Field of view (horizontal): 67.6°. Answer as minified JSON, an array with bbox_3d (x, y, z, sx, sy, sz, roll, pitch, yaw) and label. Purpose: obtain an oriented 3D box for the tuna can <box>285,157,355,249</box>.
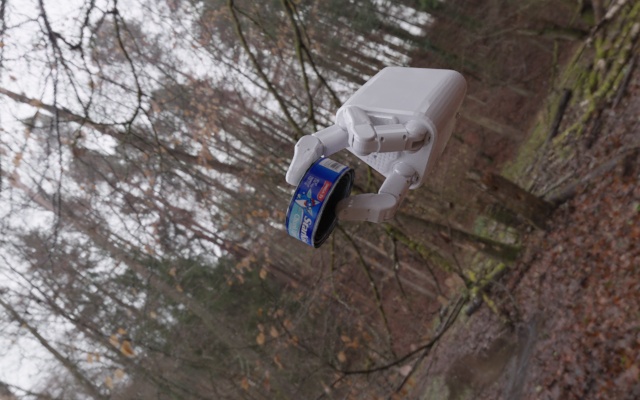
[{"bbox_3d":[0.000,0.001,0.469,0.034,0.086,0.086,25,6,14],"label":"tuna can"}]
